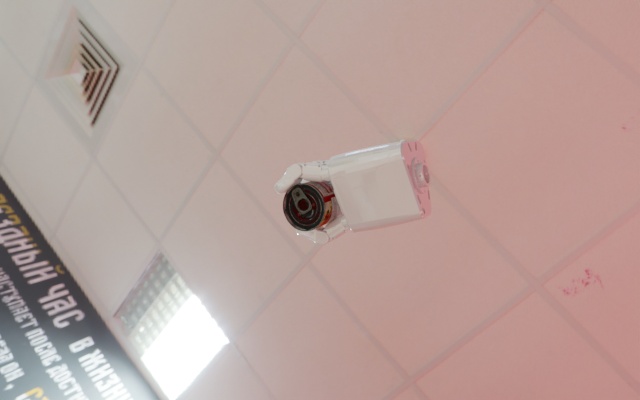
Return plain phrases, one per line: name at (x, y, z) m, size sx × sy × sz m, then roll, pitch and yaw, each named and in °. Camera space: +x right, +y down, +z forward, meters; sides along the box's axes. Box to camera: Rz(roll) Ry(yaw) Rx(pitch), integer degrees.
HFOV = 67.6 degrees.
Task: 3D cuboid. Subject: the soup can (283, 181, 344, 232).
soup can at (0.000, 0.002, 0.704) m, size 0.068 × 0.068 × 0.102 m, roll 0°, pitch 8°, yaw 29°
